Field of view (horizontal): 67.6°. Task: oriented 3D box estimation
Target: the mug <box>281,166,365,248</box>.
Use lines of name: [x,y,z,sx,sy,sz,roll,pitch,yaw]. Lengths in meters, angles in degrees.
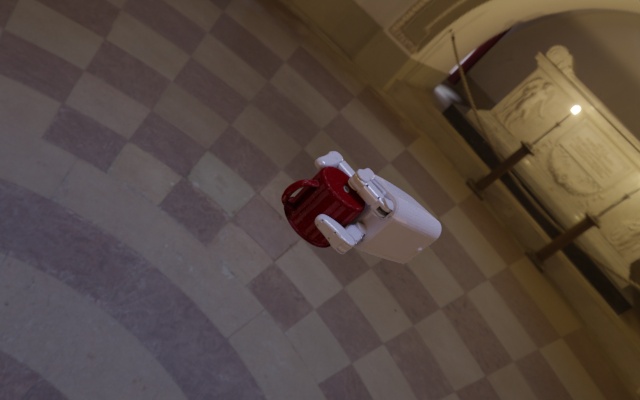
mug: [-0.001,0.002,0.667,0.117,0.093,0.081,24,-56,-36]
